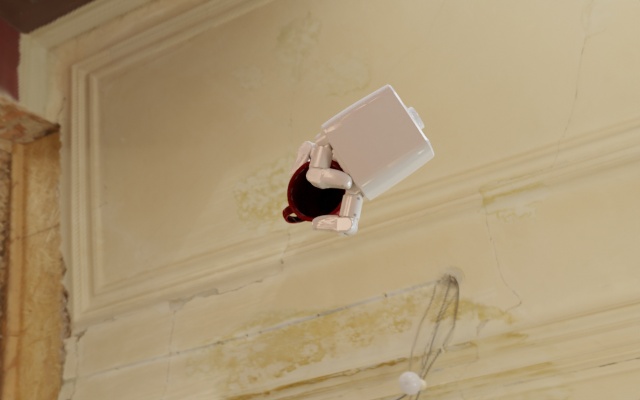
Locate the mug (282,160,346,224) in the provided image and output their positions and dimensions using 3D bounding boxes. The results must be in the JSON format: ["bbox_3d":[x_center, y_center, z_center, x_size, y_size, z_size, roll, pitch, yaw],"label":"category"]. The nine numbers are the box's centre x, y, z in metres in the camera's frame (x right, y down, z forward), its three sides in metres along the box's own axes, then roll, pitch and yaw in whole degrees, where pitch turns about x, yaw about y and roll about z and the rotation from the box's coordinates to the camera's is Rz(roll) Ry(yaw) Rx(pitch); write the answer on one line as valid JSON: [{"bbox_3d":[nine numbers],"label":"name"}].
[{"bbox_3d":[-0.001,0.003,0.694,0.117,0.093,0.081,-31,-26,11],"label":"mug"}]
